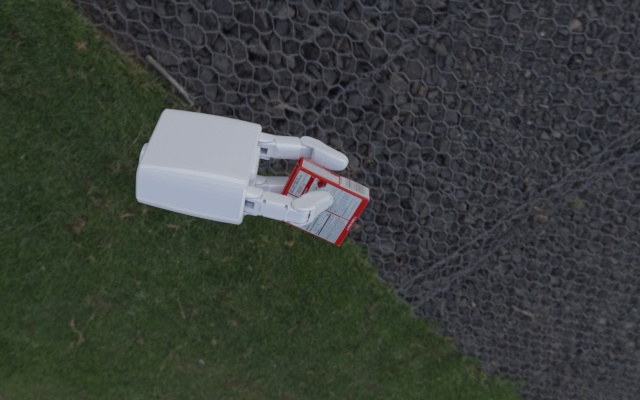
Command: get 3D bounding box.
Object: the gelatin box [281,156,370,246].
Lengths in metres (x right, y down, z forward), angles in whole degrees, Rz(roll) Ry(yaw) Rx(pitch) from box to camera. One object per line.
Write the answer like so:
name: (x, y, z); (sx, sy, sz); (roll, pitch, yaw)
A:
gelatin box: (0.000, 0.002, 0.540); (0.089, 0.073, 0.030); (25, 30, -9)
